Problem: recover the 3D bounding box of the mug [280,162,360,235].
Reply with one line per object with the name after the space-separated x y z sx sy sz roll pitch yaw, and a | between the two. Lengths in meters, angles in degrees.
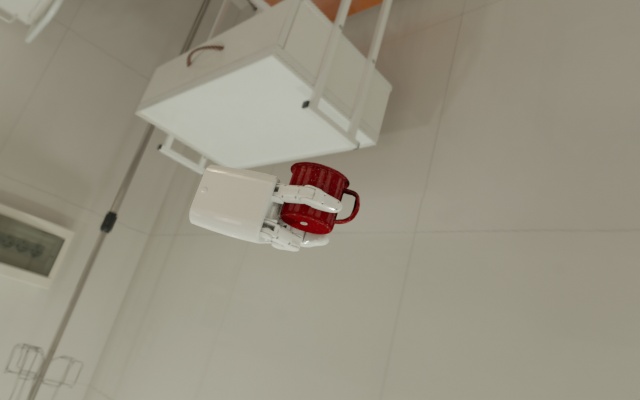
0.001 0.003 0.707 0.117 0.081 0.093 13 -19 11 | mug
